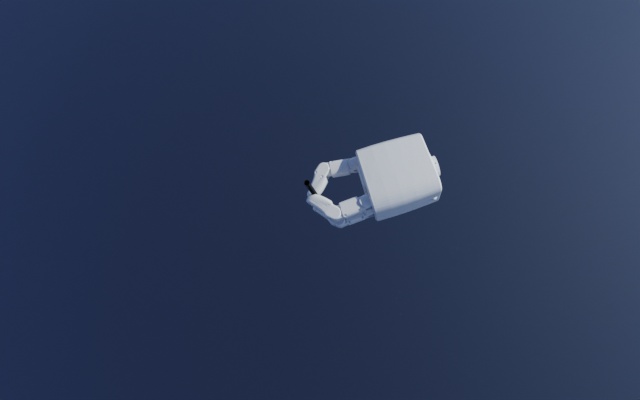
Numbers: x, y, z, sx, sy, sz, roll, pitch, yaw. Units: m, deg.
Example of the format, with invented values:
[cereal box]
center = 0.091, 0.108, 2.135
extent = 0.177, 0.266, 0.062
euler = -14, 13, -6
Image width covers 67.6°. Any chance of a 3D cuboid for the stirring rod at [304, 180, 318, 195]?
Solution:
[stirring rod]
center = 0.000, 0.003, 0.785
extent = 0.011, 0.011, 0.239
euler = 0, -13, 10
